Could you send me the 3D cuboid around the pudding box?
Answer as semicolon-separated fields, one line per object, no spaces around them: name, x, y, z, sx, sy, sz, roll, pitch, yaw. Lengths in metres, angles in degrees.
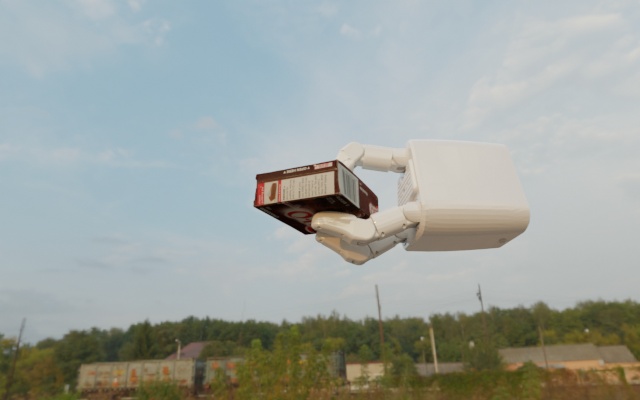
pudding box;0.000;0.001;0.480;0.090;0.039;0.113;-9;-24;23
